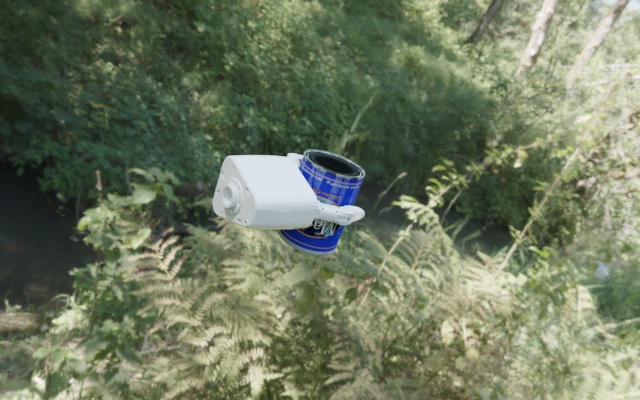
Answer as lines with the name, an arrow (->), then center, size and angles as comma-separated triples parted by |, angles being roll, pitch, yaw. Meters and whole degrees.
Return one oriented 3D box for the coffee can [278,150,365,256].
coffee can -> 0.000, 0.003, 0.771 | 0.103, 0.140, 0.102 | 17, 21, -7
